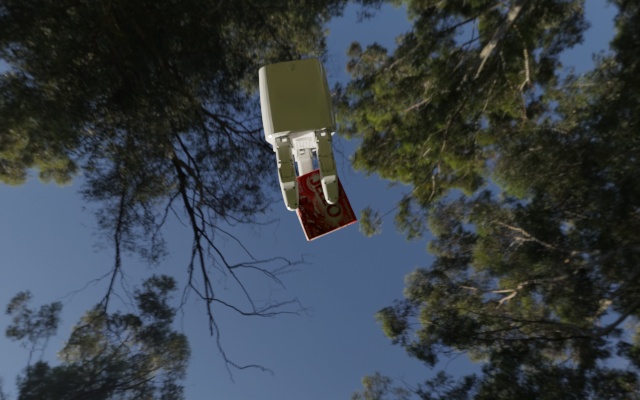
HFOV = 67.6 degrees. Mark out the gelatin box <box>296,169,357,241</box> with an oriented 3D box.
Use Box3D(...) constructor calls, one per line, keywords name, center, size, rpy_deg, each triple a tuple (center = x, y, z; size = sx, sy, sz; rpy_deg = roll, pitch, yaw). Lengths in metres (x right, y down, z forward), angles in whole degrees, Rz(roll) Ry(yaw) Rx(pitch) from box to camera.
Box3D(name="gelatin box", center=(0.000, 0.003, 0.667), size=(0.073, 0.089, 0.030), rpy_deg=(-22, -5, -5))
